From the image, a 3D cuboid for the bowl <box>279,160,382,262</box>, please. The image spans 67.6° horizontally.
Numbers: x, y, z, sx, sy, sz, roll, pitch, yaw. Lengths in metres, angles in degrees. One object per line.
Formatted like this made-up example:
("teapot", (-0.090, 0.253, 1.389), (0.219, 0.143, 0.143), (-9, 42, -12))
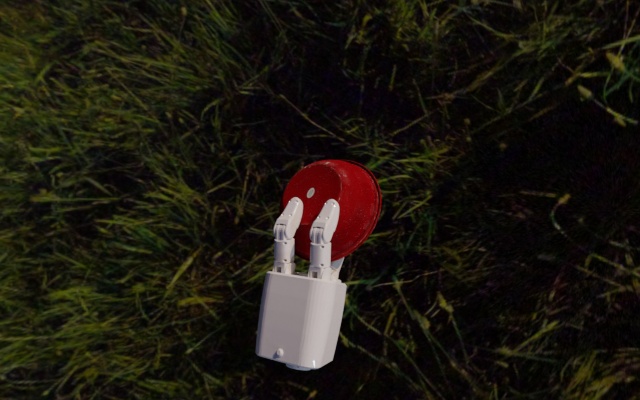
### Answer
("bowl", (0.000, 0.001, 0.665), (0.162, 0.162, 0.055), (0, -25, 30))
